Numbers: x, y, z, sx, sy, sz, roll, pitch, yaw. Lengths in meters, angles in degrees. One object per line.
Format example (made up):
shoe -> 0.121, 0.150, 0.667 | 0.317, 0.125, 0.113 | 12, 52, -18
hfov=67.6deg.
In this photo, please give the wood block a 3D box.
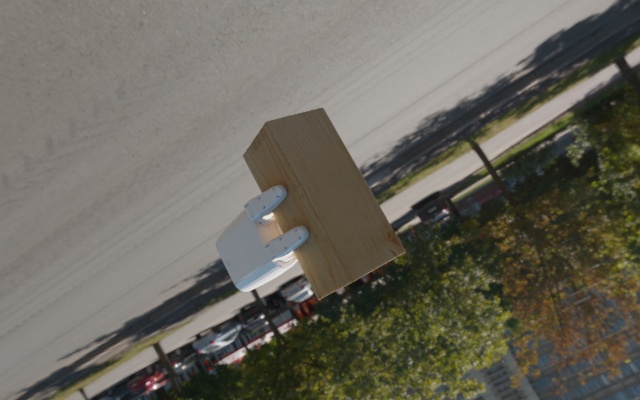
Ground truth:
wood block -> 0.000, 0.002, 0.588 | 0.091, 0.206, 0.090 | -22, -12, -36
